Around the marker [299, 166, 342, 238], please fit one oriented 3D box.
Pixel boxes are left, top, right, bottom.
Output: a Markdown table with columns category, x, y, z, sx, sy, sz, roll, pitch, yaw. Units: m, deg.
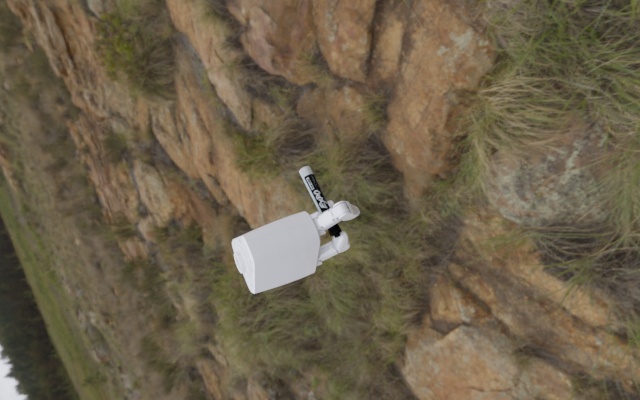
| category | x | y | z | sx | sy | sz | roll | pitch | yaw |
| --- | --- | --- | --- | --- | --- | --- | --- | --- | --- |
| marker | 0.000 | 0.002 | 0.728 | 0.020 | 0.121 | 0.020 | -24 | -18 | -8 |
